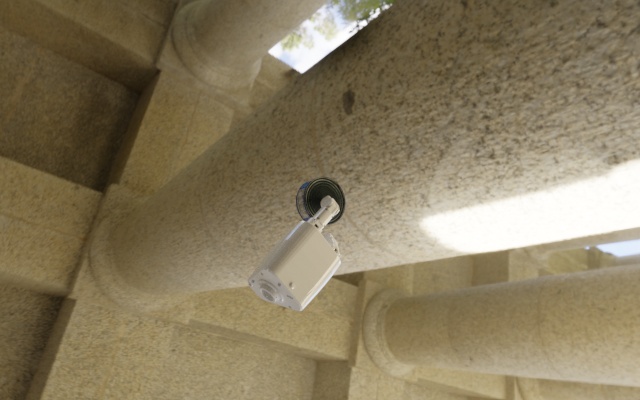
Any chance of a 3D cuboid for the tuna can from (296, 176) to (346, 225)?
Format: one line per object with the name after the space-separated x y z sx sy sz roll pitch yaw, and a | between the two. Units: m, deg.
0.000 0.003 0.843 0.086 0.086 0.034 0 -9 -33 | tuna can
